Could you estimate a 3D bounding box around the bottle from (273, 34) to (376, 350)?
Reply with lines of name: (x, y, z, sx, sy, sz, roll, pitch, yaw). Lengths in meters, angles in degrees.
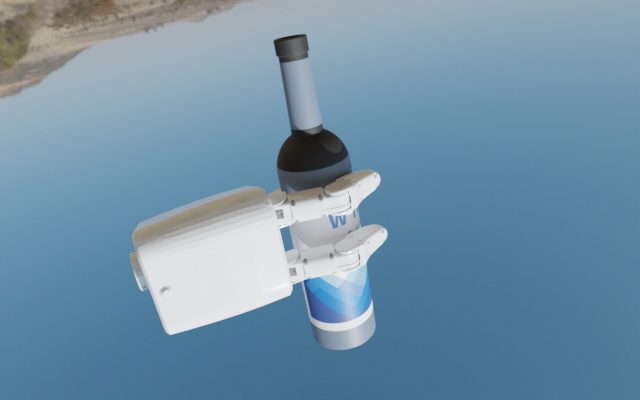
bottle: (0.000, 0.002, 0.442, 0.069, 0.296, 0.069, -9, 24, 4)
